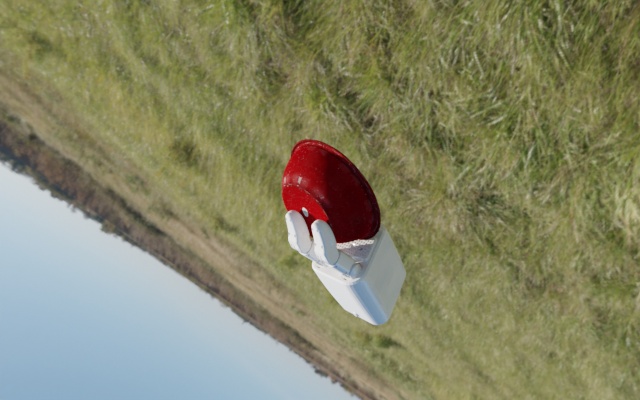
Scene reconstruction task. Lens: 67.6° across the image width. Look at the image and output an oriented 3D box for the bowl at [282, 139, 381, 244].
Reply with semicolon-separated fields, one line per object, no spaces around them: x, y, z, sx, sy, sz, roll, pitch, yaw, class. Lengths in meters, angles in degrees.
-0.001;0.001;0.627;0.055;0.162;0.162;-39;21;-28;bowl
